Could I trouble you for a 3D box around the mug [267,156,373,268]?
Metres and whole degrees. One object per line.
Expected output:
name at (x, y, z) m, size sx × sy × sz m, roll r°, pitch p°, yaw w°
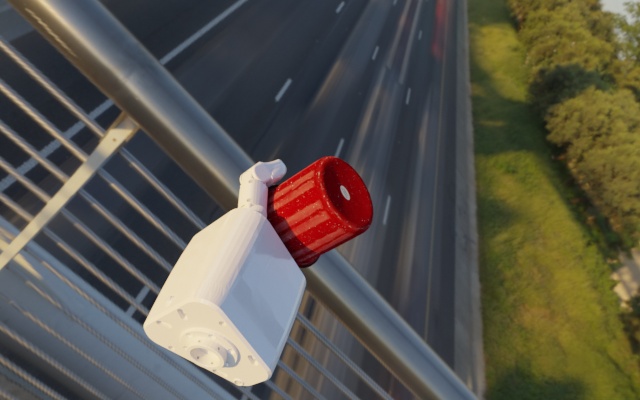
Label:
mug at (0.001, 0.001, 0.481) m, size 0.081 × 0.093 × 0.117 m, roll -31°, pitch 26°, yaw 34°
